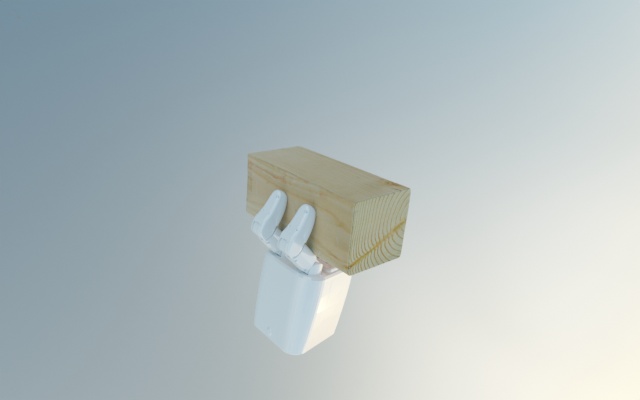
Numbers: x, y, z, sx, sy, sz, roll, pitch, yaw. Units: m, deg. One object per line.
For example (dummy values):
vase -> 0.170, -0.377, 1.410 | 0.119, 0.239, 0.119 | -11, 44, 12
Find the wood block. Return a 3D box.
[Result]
wood block -> 0.000, 0.002, 0.599 | 0.091, 0.090, 0.206 | -13, 27, -39
